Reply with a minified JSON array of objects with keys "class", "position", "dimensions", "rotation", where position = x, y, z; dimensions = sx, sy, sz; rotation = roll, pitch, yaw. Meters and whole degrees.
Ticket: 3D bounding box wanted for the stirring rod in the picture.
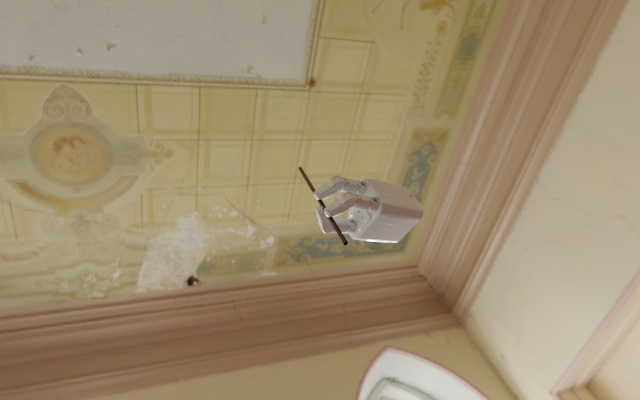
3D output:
[{"class":"stirring rod","position":[0.000,0.003,0.873],"dimensions":[0.011,0.011,0.239],"rotation":[0,34,-25]}]
